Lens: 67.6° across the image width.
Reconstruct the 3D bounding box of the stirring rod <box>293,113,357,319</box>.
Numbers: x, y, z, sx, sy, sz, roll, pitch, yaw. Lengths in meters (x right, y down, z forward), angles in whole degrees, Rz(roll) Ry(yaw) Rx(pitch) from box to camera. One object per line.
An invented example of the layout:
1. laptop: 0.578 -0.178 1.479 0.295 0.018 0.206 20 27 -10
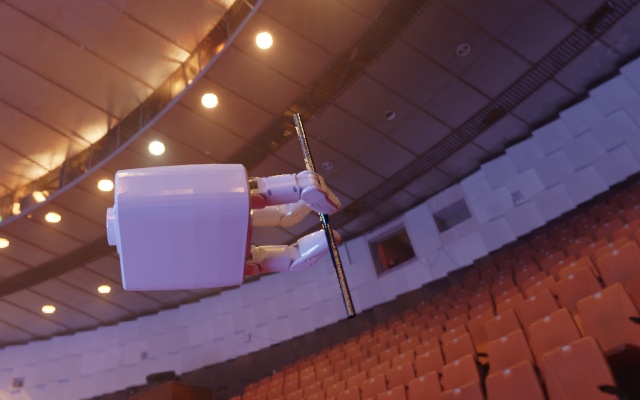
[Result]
1. stirring rod: 0.000 0.002 0.468 0.011 0.239 0.011 -11 -34 -7
